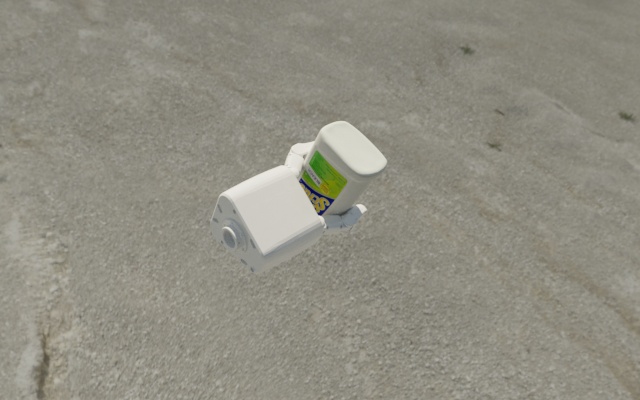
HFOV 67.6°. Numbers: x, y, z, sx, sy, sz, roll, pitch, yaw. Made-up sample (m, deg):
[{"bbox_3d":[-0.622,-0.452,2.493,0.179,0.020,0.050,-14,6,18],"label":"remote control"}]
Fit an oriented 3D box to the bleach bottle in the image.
[{"bbox_3d":[0.000,0.002,0.725,0.068,0.102,0.251,-28,-22,-40],"label":"bleach bottle"}]
